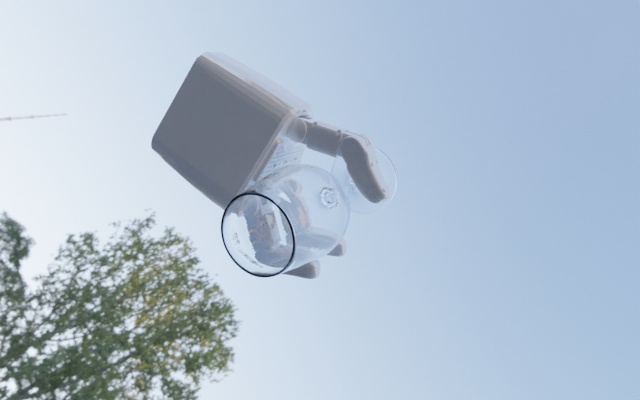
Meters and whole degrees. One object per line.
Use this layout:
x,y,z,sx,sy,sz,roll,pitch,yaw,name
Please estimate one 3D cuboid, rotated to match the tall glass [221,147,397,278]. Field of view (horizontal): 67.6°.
0.001,0.001,0.414,0.079,0.079,0.201,0,14,27,tall glass
